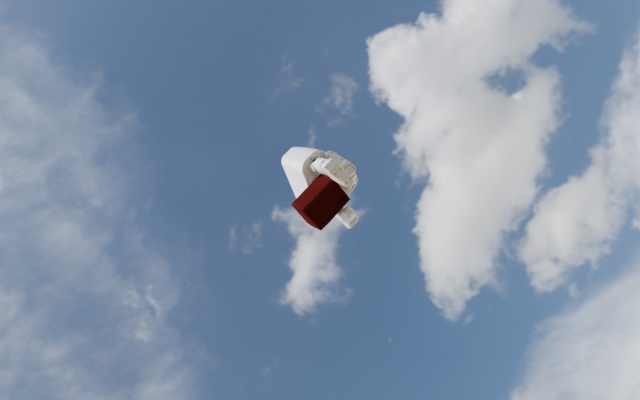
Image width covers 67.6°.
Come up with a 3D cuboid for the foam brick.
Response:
[{"bbox_3d":[0.000,0.003,0.812,0.053,0.078,0.051,50,-14,-27],"label":"foam brick"}]
